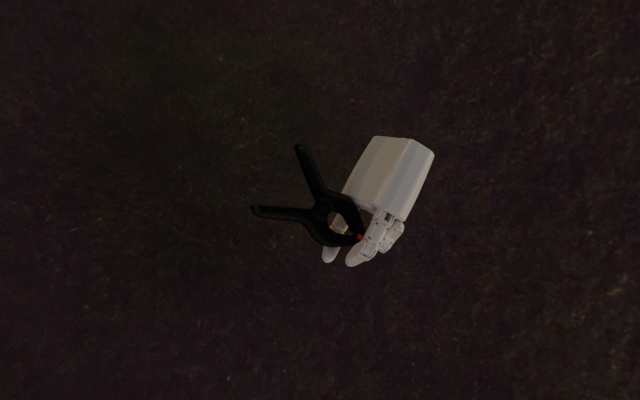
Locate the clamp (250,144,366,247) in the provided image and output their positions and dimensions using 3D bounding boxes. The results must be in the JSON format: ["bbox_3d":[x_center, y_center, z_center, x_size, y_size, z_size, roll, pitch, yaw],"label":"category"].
[{"bbox_3d":[0.000,0.002,0.678,0.171,0.120,0.039,29,-5,-15],"label":"clamp"}]
